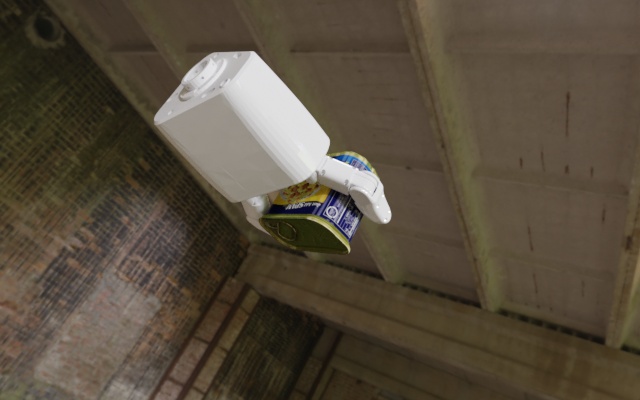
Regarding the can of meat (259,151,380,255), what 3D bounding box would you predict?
[{"bbox_3d":[0.000,0.001,0.474,0.102,0.084,0.057,-2,-39,48],"label":"can of meat"}]
